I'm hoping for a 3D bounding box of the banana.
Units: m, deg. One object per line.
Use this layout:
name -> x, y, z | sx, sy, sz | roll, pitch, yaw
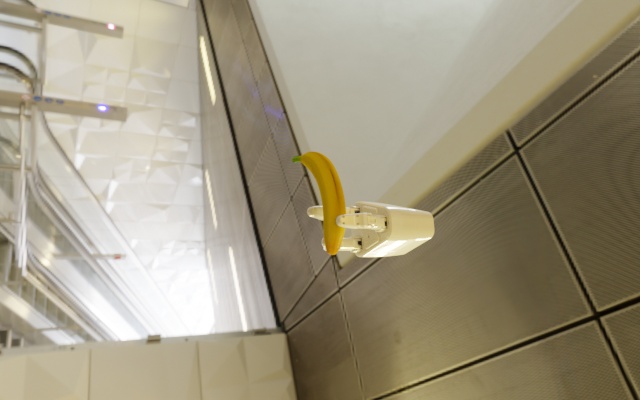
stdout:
banana -> 0.009, -0.011, 0.779 | 0.037, 0.197, 0.070 | 4, -37, -36
